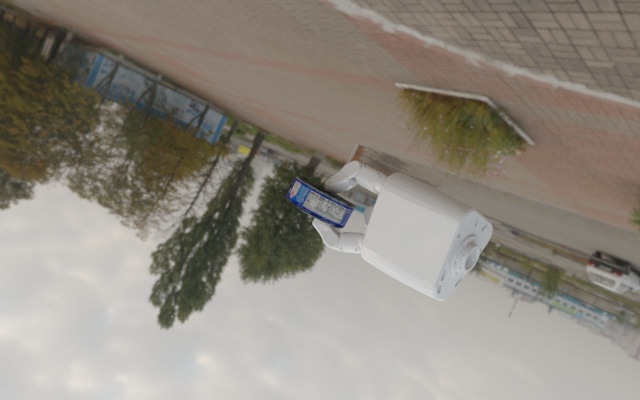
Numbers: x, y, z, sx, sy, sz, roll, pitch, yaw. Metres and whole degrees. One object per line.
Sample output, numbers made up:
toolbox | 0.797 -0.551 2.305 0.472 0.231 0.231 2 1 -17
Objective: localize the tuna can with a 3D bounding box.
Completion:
tuna can | 0.000 0.002 0.613 0.086 0.034 0.086 28 5 -3
